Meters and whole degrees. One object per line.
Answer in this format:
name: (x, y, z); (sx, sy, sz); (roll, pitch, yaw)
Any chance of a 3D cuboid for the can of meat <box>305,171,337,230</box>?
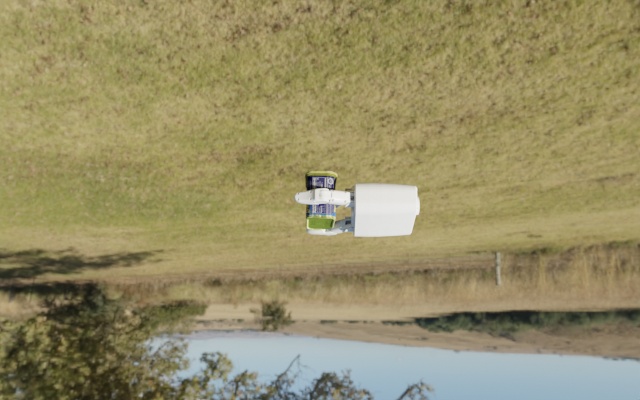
can of meat: (0.000, 0.003, 0.863); (0.057, 0.084, 0.102); (1, -16, -1)
